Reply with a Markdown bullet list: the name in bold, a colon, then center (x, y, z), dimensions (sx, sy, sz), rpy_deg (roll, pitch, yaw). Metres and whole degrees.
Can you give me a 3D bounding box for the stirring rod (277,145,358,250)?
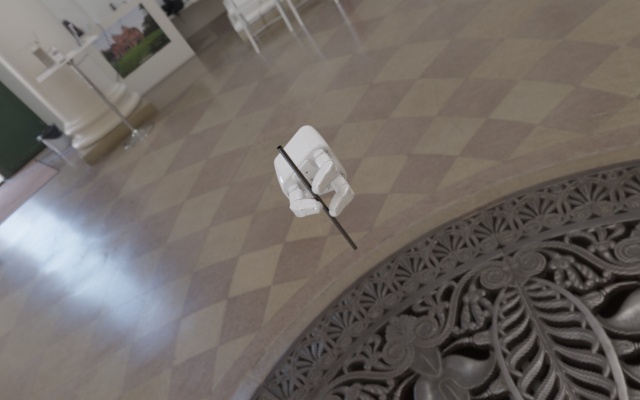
- **stirring rod**: center (0.000, 0.003, 0.767), dimensions (0.011, 0.011, 0.240), rpy_deg (0, -42, 43)
